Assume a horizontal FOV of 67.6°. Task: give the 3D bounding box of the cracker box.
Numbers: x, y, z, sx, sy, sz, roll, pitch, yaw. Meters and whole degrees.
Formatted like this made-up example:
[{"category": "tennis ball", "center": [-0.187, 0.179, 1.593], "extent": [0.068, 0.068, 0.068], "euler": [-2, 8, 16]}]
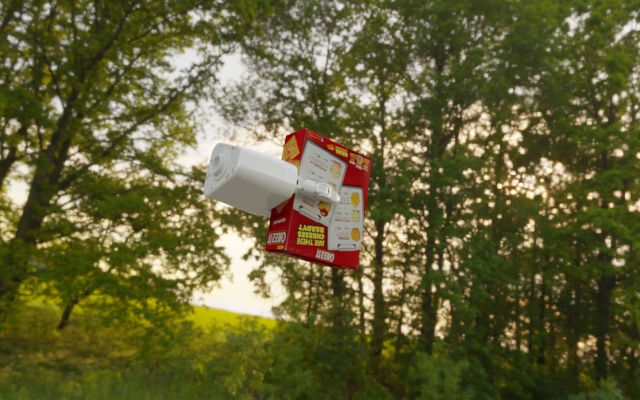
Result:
[{"category": "cracker box", "center": [0.000, 0.003, 0.849], "extent": [0.164, 0.213, 0.072], "euler": [20, -18, -36]}]
